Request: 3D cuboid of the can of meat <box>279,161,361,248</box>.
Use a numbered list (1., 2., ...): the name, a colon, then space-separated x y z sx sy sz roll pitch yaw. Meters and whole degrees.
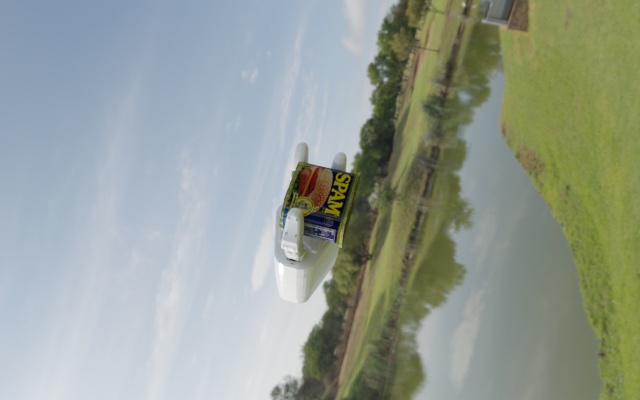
1. can of meat: 0.000 0.002 0.624 0.084 0.102 0.057 13 -36 8
